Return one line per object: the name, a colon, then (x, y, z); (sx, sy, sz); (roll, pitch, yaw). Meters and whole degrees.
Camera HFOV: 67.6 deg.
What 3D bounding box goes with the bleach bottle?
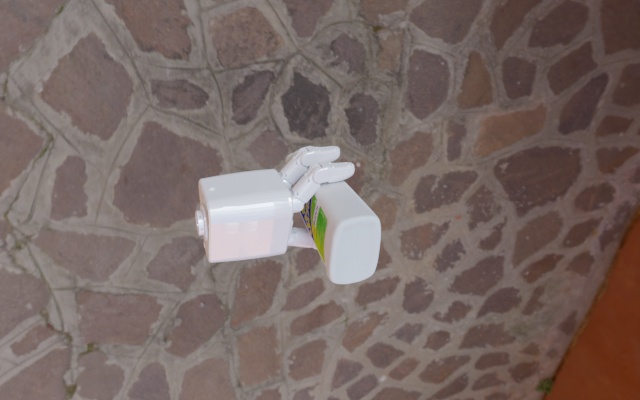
bleach bottle: (0.000, 0.002, 0.675); (0.068, 0.103, 0.250); (-7, 31, -20)
